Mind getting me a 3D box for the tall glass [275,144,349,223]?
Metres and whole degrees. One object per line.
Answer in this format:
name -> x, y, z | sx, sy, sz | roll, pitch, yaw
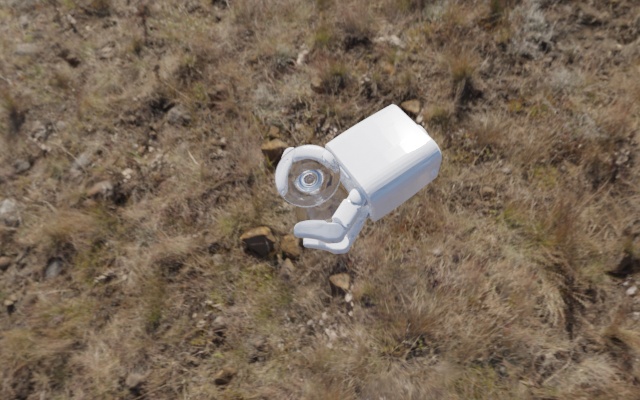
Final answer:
tall glass -> 0.000, 0.002, 0.620 | 0.079, 0.079, 0.201 | 0, -18, 8
